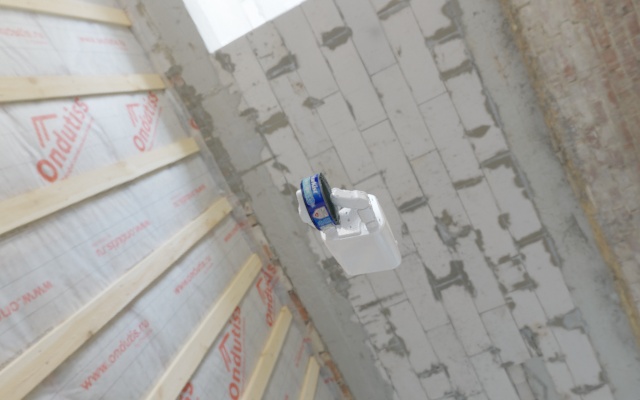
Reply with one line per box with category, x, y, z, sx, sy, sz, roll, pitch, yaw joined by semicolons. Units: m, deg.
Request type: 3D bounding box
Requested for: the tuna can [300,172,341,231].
tuna can;0.000;0.003;0.734;0.034;0.086;0.086;-20;-4;10
